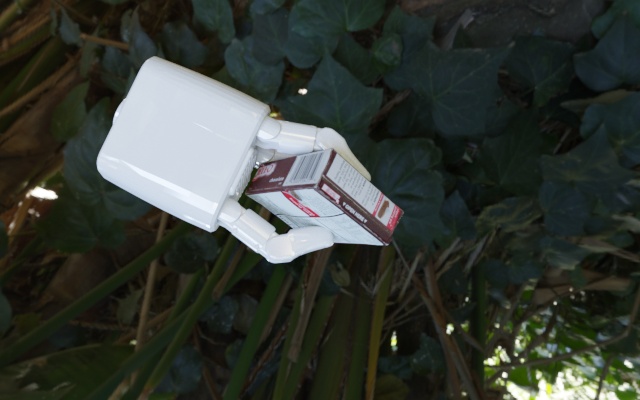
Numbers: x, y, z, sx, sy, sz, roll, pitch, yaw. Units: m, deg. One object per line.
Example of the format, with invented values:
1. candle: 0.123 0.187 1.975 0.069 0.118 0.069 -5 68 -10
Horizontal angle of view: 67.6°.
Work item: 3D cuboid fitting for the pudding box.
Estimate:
1. pudding box: 0.000 0.001 0.414 0.090 0.039 0.113 38 -22 -29
